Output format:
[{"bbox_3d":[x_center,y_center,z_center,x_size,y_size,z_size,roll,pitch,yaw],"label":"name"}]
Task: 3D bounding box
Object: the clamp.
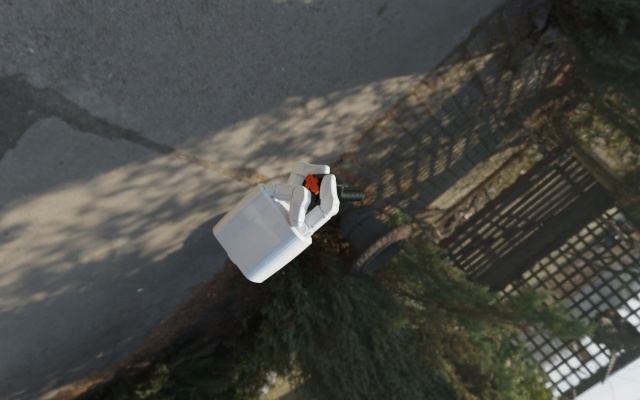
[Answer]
[{"bbox_3d":[0.000,0.003,0.790,0.120,0.039,0.171,-41,-26,10],"label":"clamp"}]
